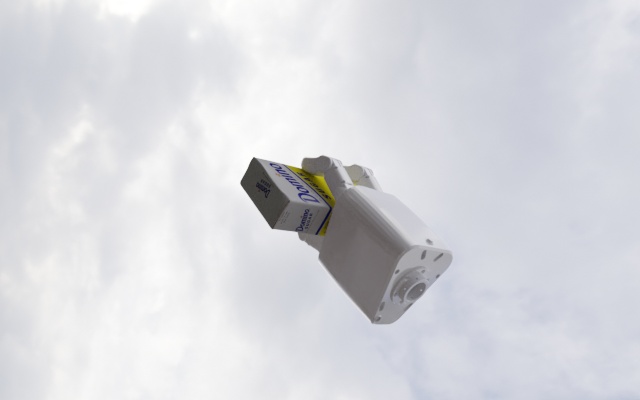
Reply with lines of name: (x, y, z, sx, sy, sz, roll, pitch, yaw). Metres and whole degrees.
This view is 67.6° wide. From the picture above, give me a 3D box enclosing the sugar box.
sugar box: (0.001, 0.002, 0.577, 0.176, 0.048, 0.093, 13, 26, -43)
